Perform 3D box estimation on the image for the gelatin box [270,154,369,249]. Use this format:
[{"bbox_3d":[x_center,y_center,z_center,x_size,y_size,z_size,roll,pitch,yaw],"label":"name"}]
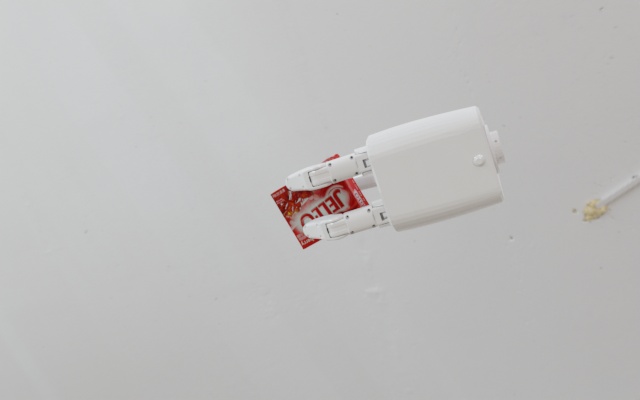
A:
[{"bbox_3d":[0.000,0.002,0.524,0.089,0.073,0.030,-30,3,27],"label":"gelatin box"}]
